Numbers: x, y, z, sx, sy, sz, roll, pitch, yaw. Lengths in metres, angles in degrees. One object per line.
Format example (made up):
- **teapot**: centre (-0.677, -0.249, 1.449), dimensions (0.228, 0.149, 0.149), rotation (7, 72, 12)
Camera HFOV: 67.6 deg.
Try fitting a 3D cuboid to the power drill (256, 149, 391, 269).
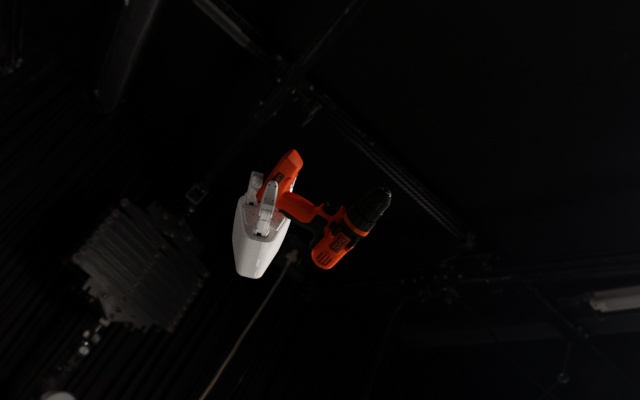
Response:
- **power drill**: centre (0.000, 0.002, 0.796), dimensions (0.187, 0.184, 0.057), rotation (41, 24, 0)
